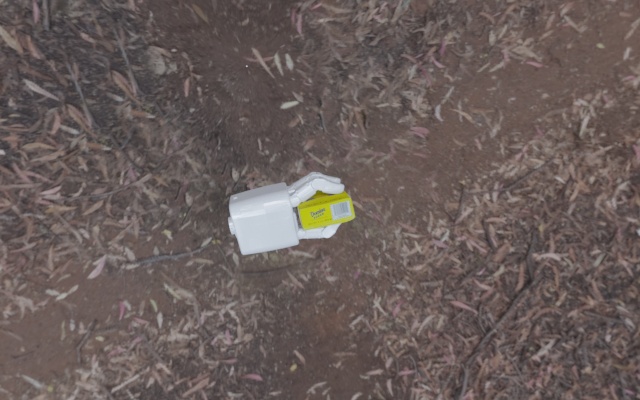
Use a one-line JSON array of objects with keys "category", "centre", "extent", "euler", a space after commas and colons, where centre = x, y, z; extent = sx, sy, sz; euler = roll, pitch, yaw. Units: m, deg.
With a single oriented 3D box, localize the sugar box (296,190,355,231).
[{"category": "sugar box", "centre": [0.000, 0.002, 0.888], "extent": [0.093, 0.048, 0.176], "euler": [-12, 17, -5]}]
